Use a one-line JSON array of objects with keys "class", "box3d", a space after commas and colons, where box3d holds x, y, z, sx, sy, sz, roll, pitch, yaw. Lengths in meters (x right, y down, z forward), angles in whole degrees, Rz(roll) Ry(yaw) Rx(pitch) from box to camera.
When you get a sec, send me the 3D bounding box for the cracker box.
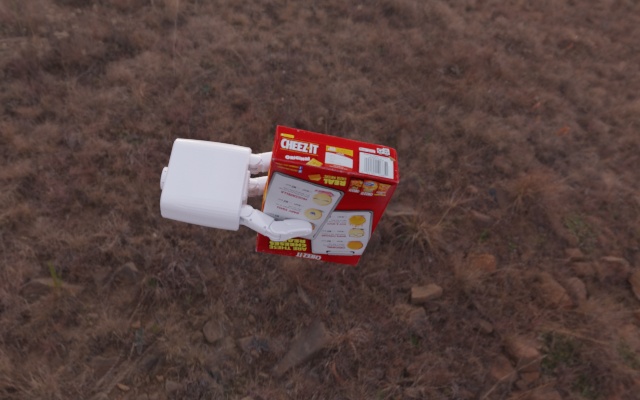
[{"class": "cracker box", "box3d": [0.000, 0.002, 0.686, 0.164, 0.072, 0.214, 10, -38, -7]}]
